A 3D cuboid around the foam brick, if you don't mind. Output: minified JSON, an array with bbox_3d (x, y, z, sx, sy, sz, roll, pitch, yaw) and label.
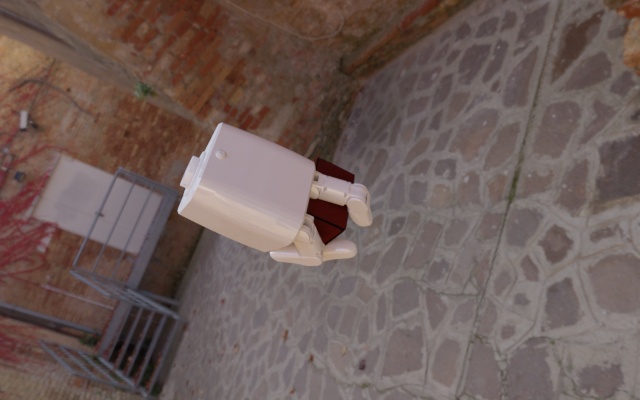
[{"bbox_3d":[0.000,0.002,0.536,0.051,0.078,0.053,24,-36,-18],"label":"foam brick"}]
